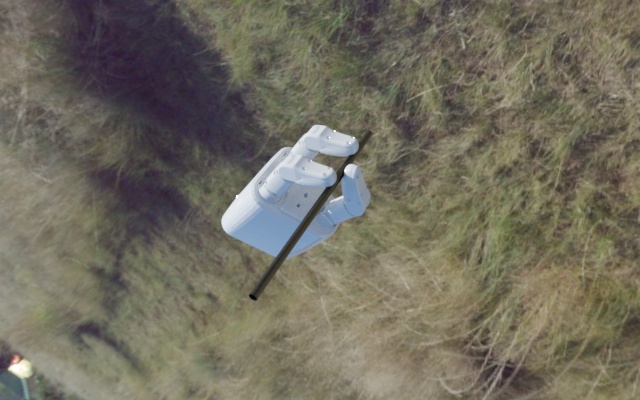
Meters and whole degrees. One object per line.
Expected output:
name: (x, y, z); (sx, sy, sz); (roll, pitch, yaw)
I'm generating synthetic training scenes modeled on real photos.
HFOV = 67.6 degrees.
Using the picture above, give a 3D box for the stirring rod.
stirring rod: (0.000, 0.001, 0.459); (0.011, 0.011, 0.239); (0, 40, 36)
